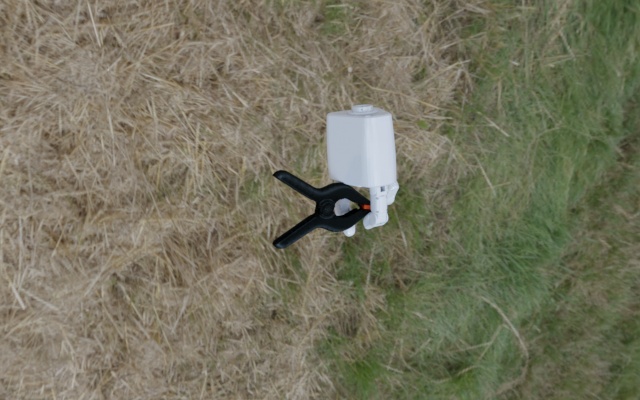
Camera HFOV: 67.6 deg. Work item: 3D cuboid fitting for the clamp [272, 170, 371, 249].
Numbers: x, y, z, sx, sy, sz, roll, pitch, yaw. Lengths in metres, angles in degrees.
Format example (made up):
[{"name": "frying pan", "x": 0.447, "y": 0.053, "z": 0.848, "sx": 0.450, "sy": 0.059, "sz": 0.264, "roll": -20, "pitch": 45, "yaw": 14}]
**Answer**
[{"name": "clamp", "x": 0.001, "y": 0.003, "z": 0.747, "sx": 0.171, "sy": 0.120, "sz": 0.039, "roll": -12, "pitch": 19, "yaw": -21}]
